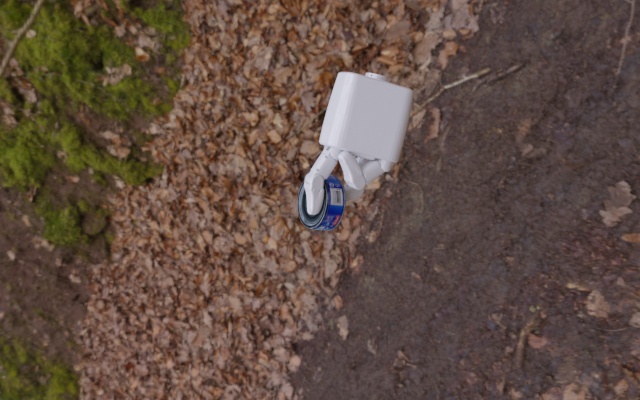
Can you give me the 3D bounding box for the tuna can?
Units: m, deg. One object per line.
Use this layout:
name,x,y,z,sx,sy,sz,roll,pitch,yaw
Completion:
tuna can,0.000,0.002,0.723,0.034,0.086,0.086,5,-3,-34
